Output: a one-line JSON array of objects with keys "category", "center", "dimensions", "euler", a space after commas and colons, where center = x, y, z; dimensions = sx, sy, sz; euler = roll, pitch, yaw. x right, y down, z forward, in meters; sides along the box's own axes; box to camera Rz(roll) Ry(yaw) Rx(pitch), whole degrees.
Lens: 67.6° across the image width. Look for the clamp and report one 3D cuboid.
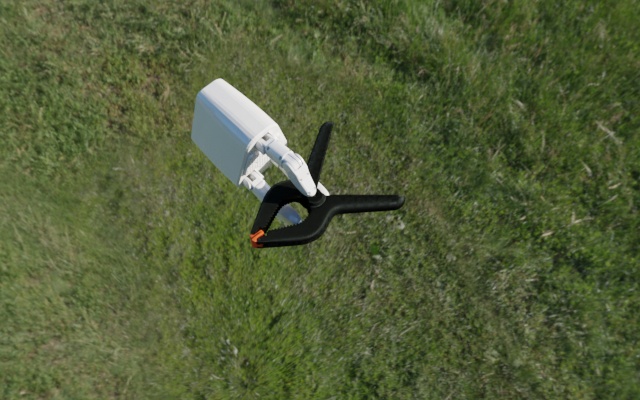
[{"category": "clamp", "center": [0.000, 0.002, 0.640], "dimensions": [0.210, 0.164, 0.036], "euler": [-43, -16, -21]}]
